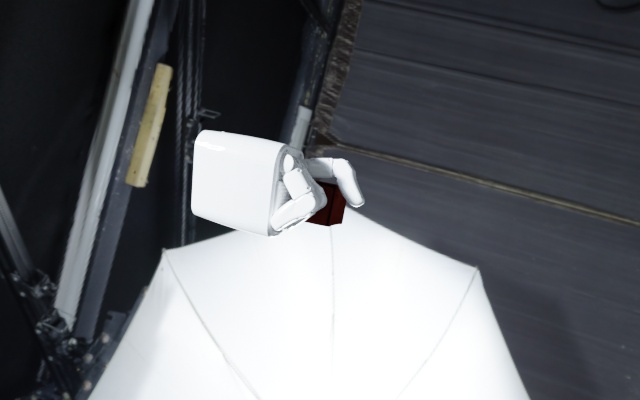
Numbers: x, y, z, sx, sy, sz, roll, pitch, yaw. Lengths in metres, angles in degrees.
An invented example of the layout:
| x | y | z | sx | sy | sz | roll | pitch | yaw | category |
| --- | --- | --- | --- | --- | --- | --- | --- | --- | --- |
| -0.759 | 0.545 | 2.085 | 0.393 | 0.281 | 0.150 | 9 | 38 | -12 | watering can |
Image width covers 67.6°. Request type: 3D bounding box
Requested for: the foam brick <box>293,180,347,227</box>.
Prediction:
| x | y | z | sx | sy | sz | roll | pitch | yaw | category |
| --- | --- | --- | --- | --- | --- | --- | --- | --- | --- |
| 0.000 | 0.002 | 0.609 | 0.051 | 0.053 | 0.078 | 11 | 2 | 15 | foam brick |
